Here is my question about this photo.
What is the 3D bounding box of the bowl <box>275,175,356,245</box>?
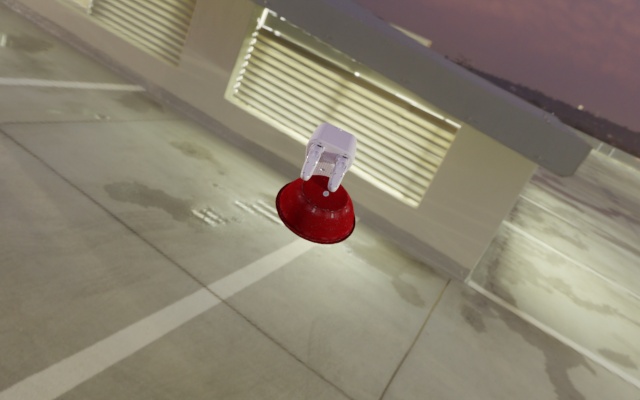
[{"bbox_3d":[0.000,0.004,0.891,0.162,0.162,0.055,0,-41,-26],"label":"bowl"}]
